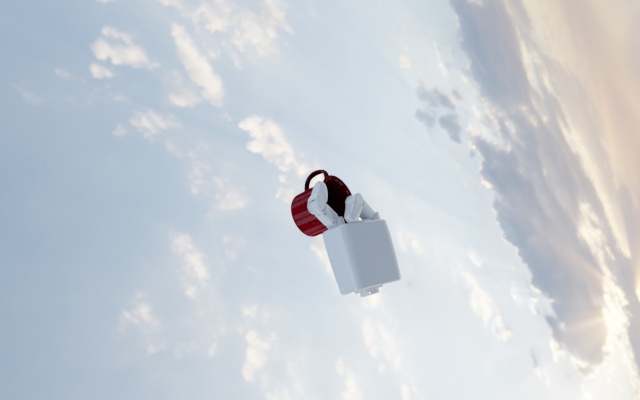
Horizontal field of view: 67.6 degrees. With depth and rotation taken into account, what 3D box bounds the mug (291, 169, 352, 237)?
[{"bbox_3d":[0.000,0.001,0.832,0.081,0.117,0.093,-25,-21,33],"label":"mug"}]
